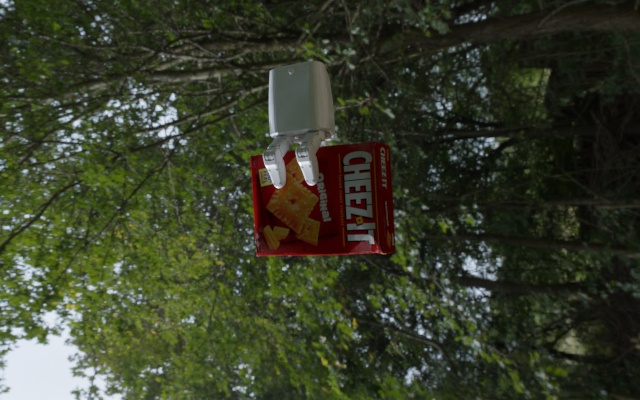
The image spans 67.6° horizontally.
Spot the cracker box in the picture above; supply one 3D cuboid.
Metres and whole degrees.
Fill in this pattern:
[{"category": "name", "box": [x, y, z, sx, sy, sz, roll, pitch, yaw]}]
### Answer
[{"category": "cracker box", "box": [0.000, 0.002, 0.740, 0.214, 0.164, 0.072, -4, -2, 24]}]
